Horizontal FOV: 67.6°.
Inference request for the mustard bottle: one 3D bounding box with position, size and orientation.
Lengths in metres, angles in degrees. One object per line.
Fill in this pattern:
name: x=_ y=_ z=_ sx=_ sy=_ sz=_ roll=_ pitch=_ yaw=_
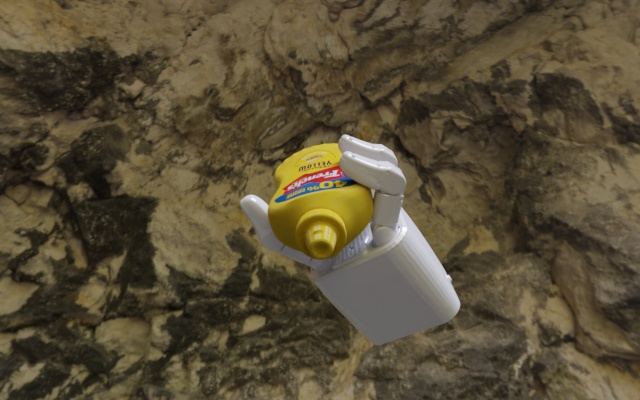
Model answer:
mustard bottle: x=0.000 y=0.001 z=0.446 sx=0.096 sy=0.058 sz=0.191 roll=-12 pitch=22 yaw=5
